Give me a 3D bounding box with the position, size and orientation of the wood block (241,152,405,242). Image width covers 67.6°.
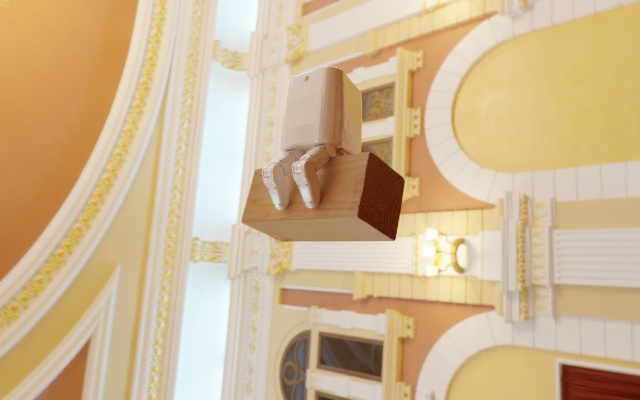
[{"bbox_3d":[0.000,0.002,0.660,0.206,0.090,0.091,-4,-24,41],"label":"wood block"}]
